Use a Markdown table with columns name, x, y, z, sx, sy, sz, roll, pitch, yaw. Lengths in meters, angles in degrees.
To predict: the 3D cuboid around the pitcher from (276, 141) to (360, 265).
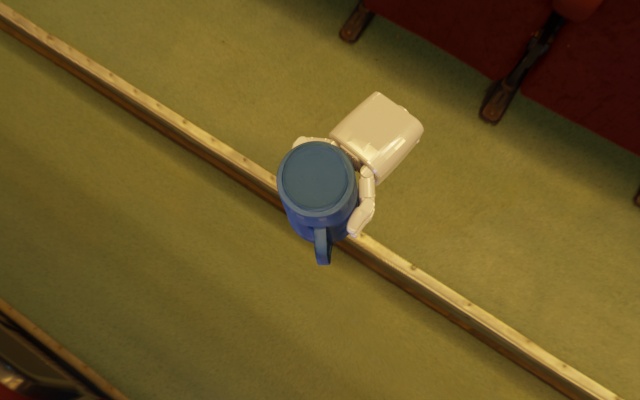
| name | x | y | z | sx | sy | sz | roll | pitch | yaw |
| --- | --- | --- | --- | --- | --- | --- | --- | --- | --- |
| pitcher | 0.000 | 0.002 | 0.750 | 0.149 | 0.145 | 0.243 | 44 | -5 | 10 |
